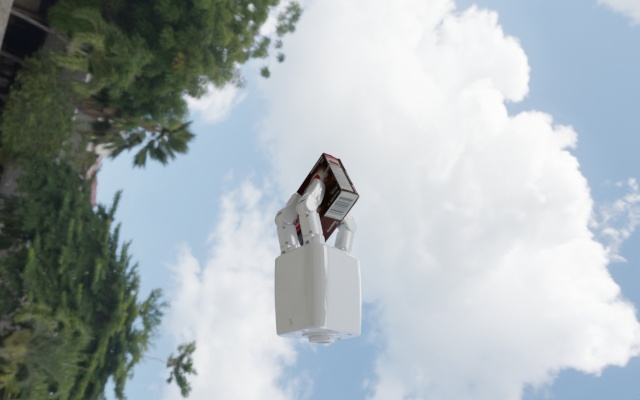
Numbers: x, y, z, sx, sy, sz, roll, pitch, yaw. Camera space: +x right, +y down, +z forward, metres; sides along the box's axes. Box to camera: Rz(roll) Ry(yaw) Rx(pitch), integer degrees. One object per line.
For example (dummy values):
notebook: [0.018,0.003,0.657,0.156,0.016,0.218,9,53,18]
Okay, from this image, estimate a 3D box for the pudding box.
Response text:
pudding box: [0.000,0.002,0.691,0.039,0.113,0.090,18,32,-35]
